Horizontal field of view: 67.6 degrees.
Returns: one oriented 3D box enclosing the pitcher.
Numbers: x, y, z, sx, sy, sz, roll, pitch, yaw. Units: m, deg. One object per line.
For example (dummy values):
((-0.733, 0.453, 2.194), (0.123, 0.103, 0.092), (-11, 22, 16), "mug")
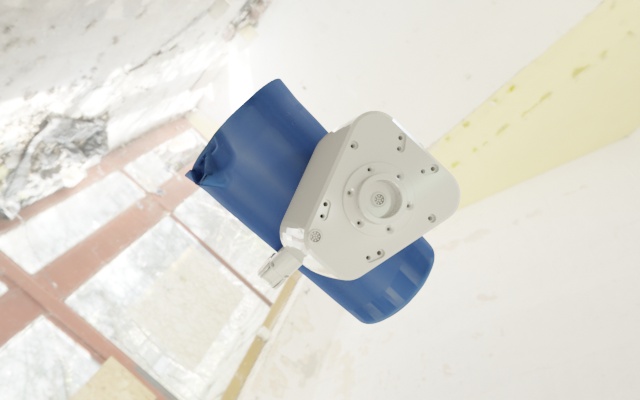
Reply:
((0.000, 0.002, 0.489), (0.243, 0.149, 0.145), (44, -9, -6), "pitcher")
